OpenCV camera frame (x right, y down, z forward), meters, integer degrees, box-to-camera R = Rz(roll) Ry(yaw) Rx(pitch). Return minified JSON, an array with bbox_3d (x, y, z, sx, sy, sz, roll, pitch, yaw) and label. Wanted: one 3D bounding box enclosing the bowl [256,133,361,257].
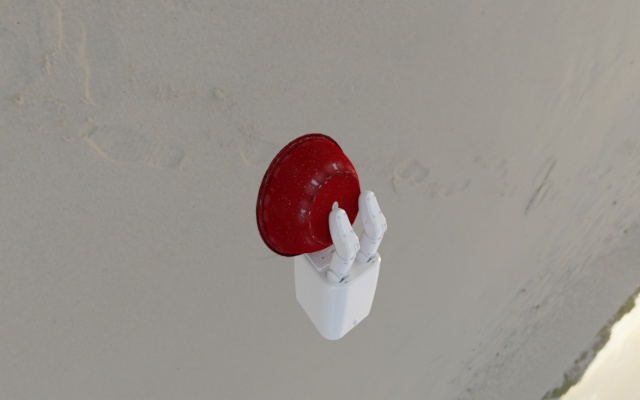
[{"bbox_3d":[0.000,0.001,0.583,0.055,0.162,0.162,21,14,40],"label":"bowl"}]
